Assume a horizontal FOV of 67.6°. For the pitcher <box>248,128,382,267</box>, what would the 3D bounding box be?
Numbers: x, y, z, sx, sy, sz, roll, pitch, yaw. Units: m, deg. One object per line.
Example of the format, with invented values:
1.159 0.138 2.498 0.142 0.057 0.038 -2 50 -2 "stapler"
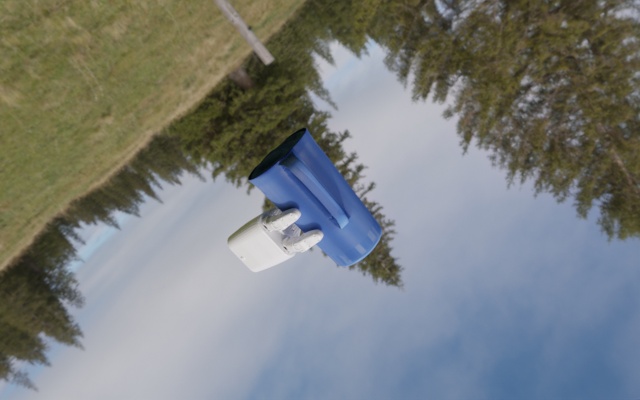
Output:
0.000 0.003 0.841 0.145 0.243 0.149 -30 20 36 "pitcher"
